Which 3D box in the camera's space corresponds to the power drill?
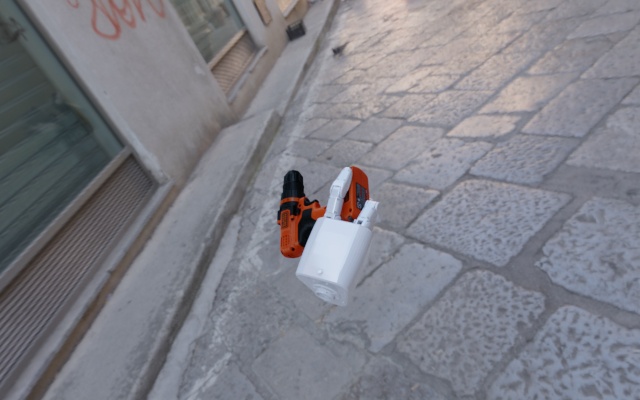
[{"bbox_3d":[0.000,0.003,0.887,0.188,0.184,0.057,-21,-32,34],"label":"power drill"}]
